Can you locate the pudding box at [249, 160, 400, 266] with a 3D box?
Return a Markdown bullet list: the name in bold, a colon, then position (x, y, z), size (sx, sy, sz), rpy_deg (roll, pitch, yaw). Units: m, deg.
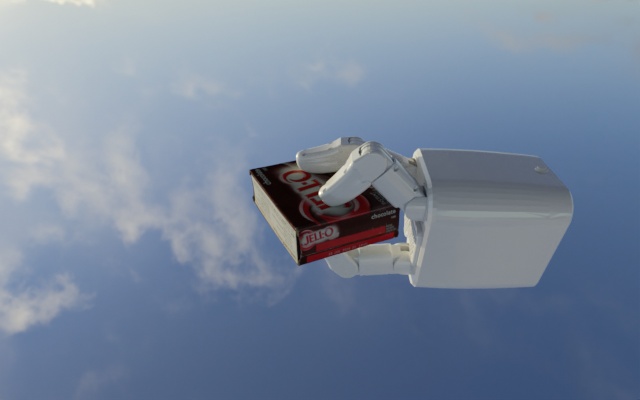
- **pudding box**: position (0.000, 0.001, 0.402), size (0.090, 0.039, 0.113), rpy_deg (-13, 30, -22)
